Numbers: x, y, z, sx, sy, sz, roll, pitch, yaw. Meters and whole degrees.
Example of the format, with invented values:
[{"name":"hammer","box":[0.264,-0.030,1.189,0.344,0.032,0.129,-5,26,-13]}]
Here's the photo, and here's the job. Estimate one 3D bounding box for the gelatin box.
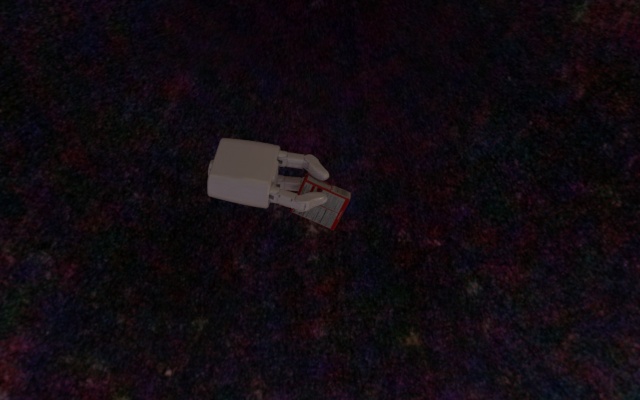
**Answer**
[{"name":"gelatin box","box":[0.000,0.003,0.853,0.089,0.073,0.030,24,30,-4]}]
